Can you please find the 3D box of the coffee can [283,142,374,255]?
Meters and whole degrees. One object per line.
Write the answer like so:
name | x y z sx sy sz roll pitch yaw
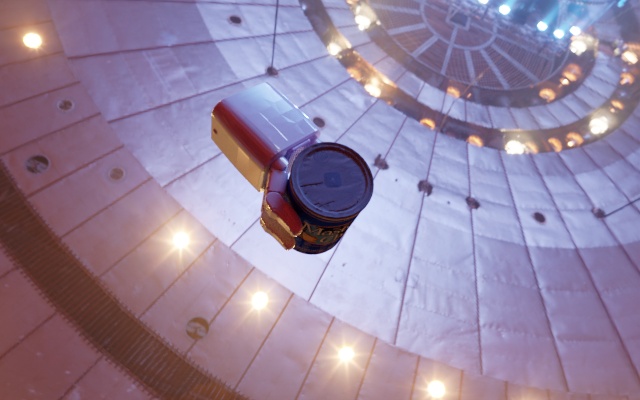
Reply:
coffee can | 0.000 0.002 0.628 0.103 0.102 0.140 0 -24 -13
